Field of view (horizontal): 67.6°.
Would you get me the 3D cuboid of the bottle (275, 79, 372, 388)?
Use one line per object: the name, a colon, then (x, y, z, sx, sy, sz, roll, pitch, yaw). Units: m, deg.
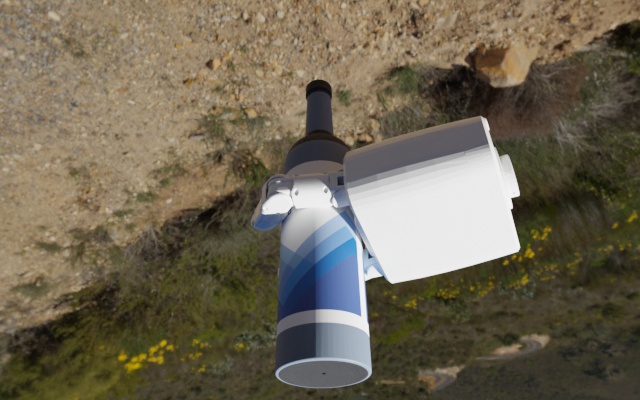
bottle: (0.000, 0.002, 0.414, 0.069, 0.295, 0.069, -1, -36, 0)
